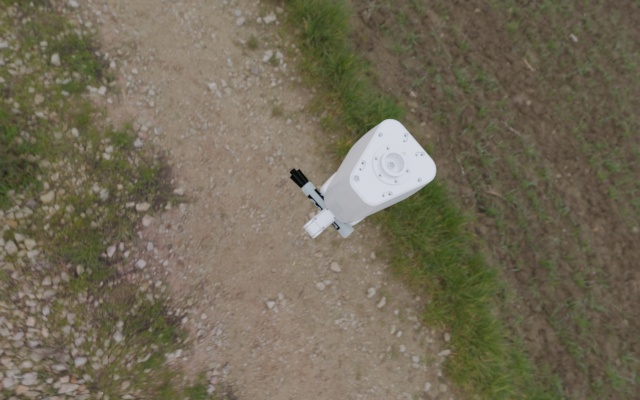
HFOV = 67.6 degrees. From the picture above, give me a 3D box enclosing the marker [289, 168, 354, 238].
[{"bbox_3d":[0.000,0.002,0.670,0.020,0.121,0.020,-42,1,1],"label":"marker"}]
